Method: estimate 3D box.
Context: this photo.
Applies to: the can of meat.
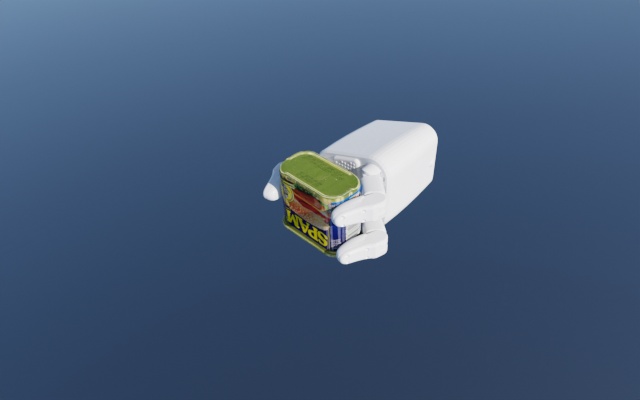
[{"bbox_3d":[0.000,0.002,0.545,0.057,0.084,0.102,-34,48,-31],"label":"can of meat"}]
